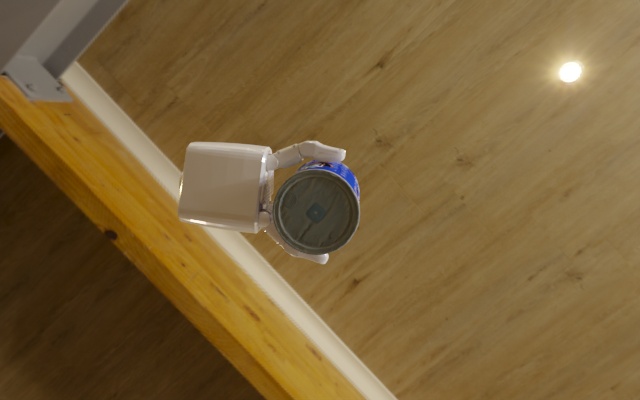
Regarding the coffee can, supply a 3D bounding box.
[{"bbox_3d":[0.000,0.002,0.623,0.103,0.103,0.140,0,10,5],"label":"coffee can"}]
